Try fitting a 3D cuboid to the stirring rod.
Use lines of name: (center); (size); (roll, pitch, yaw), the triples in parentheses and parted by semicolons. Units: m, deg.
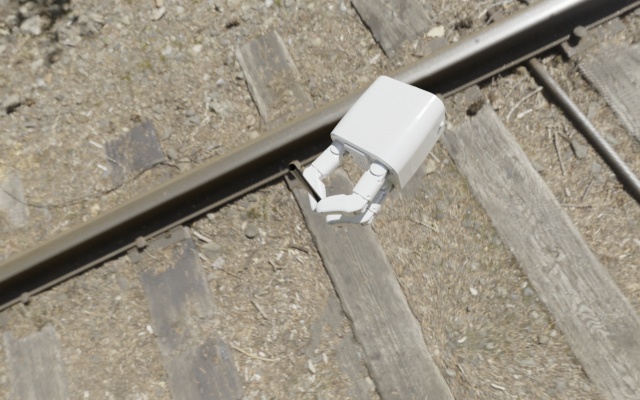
stirring rod: (0.000, 0.002, 0.588); (0.011, 0.011, 0.240); (0, -17, 14)
